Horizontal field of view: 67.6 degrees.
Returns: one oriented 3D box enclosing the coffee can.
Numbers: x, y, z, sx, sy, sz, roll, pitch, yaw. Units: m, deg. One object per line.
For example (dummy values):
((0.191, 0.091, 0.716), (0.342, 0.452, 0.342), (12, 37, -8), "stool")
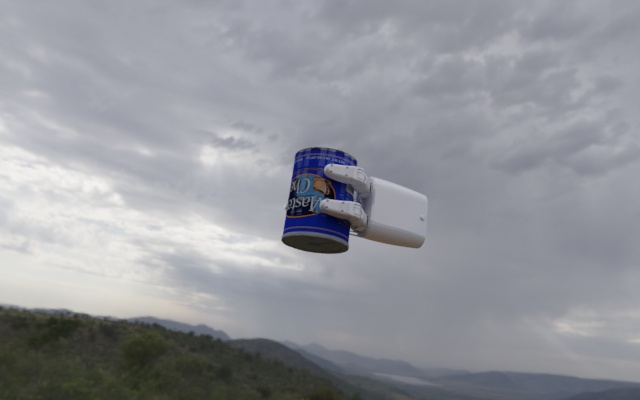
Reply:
((0.000, 0.003, 0.741), (0.103, 0.140, 0.103), (7, -19, 2), "coffee can")
